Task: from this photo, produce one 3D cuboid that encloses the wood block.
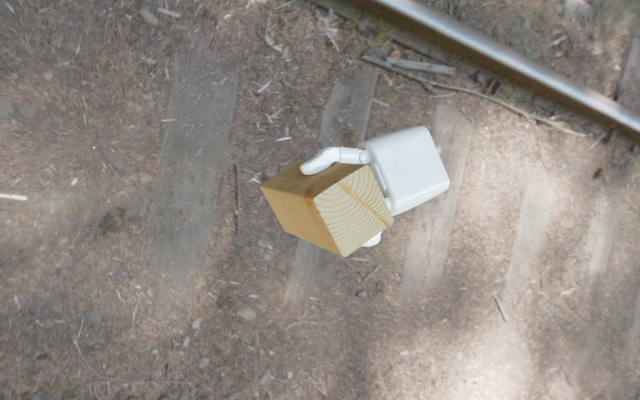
[{"bbox_3d":[0.000,0.002,0.692,0.090,0.091,0.206,-33,18,-19],"label":"wood block"}]
